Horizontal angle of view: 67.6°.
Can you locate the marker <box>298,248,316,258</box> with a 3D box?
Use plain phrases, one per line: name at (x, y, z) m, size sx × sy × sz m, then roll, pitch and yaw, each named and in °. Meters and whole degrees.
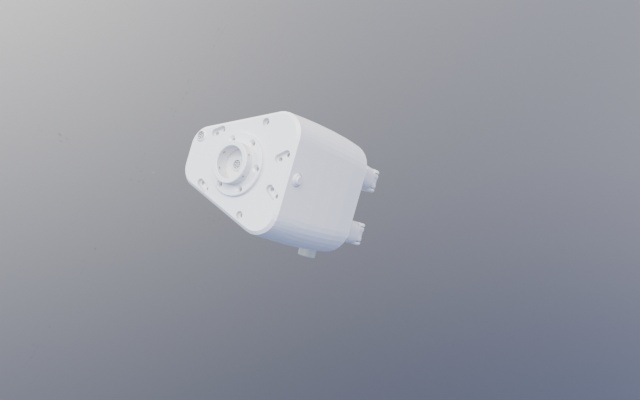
marker at (0.000, 0.002, 0.516) m, size 0.020 × 0.121 × 0.020 m, roll 15°, pitch -2°, yaw 0°
